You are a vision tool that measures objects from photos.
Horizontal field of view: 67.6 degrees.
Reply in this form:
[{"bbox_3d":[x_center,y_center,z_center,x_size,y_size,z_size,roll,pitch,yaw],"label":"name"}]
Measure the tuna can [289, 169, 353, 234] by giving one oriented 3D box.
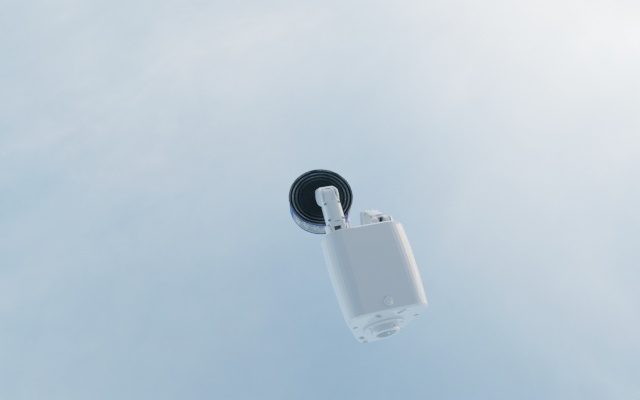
[{"bbox_3d":[0.000,0.002,0.648,0.086,0.086,0.034,0,-30,-1],"label":"tuna can"}]
